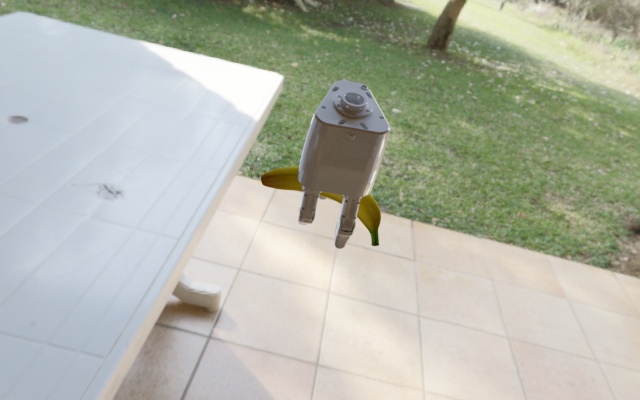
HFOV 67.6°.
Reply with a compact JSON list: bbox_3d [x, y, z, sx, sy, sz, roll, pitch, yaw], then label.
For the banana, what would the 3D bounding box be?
[{"bbox_3d":[0.012,-0.010,0.696,0.198,0.069,0.037,28,-30,7],"label":"banana"}]
